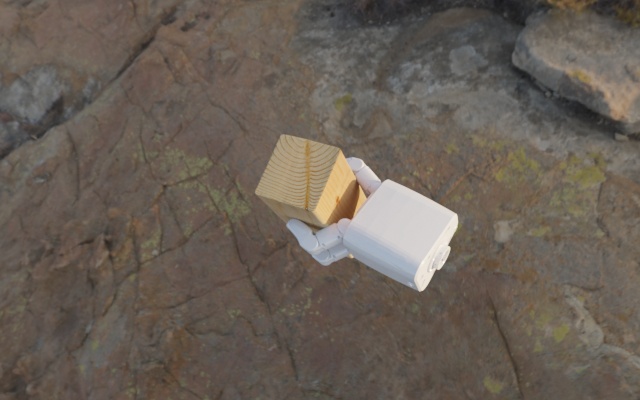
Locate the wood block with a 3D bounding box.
[{"bbox_3d":[0.001,0.002,0.683,0.090,0.090,0.206,17,-17,23],"label":"wood block"}]
